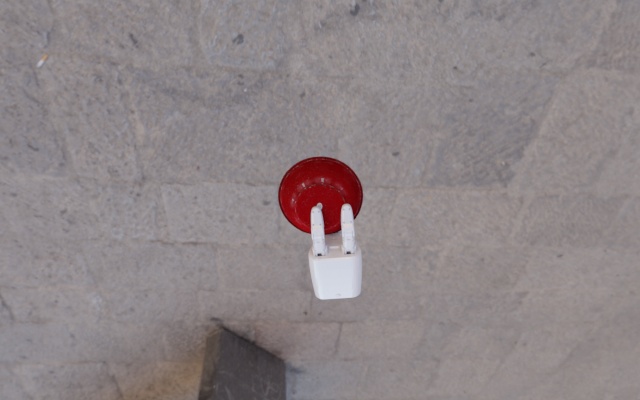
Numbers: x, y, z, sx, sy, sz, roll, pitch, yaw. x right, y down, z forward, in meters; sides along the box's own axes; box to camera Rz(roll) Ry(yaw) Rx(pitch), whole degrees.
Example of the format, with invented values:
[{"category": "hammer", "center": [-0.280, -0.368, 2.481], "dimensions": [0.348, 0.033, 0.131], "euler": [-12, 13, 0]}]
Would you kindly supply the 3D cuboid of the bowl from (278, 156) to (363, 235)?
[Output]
[{"category": "bowl", "center": [0.000, 0.002, 0.881], "dimensions": [0.162, 0.162, 0.055], "euler": [0, 22, 0]}]
